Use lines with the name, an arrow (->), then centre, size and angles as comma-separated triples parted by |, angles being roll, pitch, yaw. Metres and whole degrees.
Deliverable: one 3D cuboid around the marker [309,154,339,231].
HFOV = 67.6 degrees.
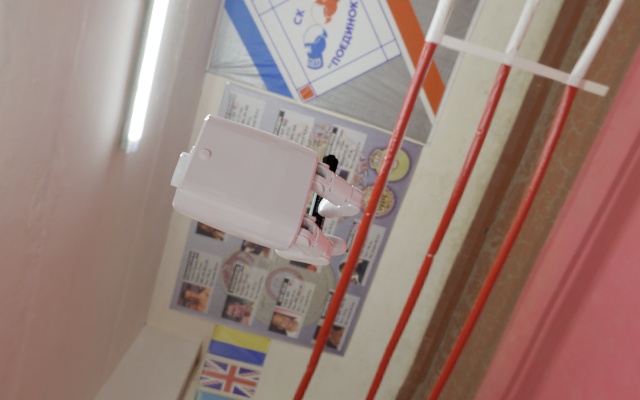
marker -> 0.000, 0.002, 0.520 | 0.020, 0.121, 0.020 | 11, -26, 6
